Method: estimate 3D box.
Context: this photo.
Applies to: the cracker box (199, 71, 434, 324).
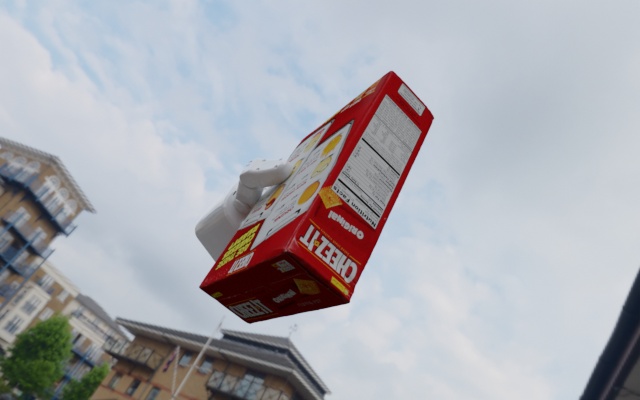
[{"bbox_3d":[0.000,0.001,0.441,0.072,0.213,0.164,41,-35,-16],"label":"cracker box"}]
